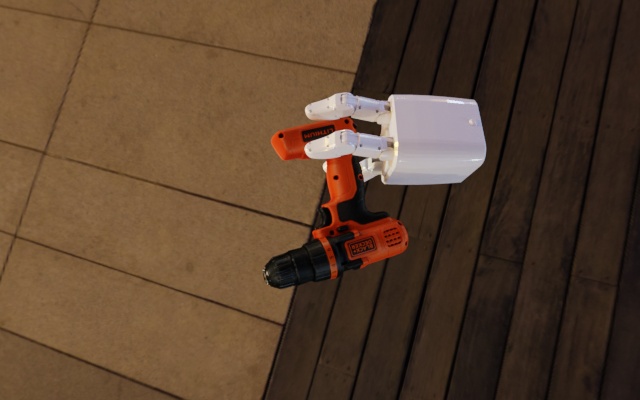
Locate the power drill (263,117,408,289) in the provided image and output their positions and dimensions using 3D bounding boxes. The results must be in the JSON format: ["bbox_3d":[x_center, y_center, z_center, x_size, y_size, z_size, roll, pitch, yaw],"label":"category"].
[{"bbox_3d":[0.000,0.001,0.588,0.184,0.187,0.057,-15,-5,-17],"label":"power drill"}]
